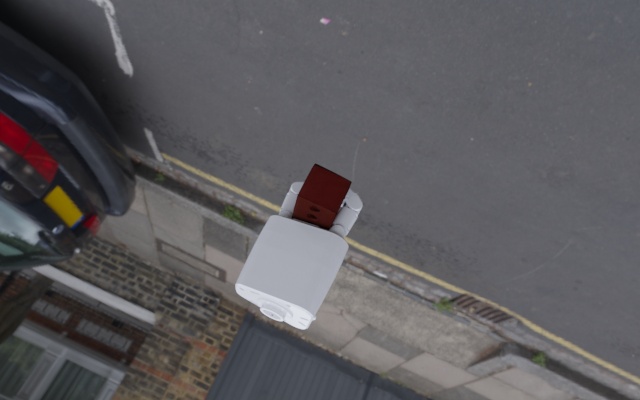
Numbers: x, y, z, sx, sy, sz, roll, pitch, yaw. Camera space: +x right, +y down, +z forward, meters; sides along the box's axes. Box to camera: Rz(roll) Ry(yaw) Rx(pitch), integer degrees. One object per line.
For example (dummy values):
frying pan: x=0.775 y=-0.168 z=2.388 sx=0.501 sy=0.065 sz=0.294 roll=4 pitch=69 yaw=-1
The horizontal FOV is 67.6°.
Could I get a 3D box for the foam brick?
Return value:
foam brick: x=0.000 y=0.002 z=0.604 sx=0.053 sy=0.051 sz=0.078 roll=26 pitch=-28 yaw=4
